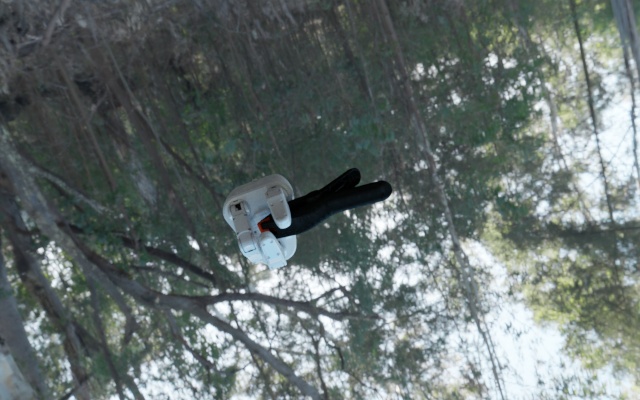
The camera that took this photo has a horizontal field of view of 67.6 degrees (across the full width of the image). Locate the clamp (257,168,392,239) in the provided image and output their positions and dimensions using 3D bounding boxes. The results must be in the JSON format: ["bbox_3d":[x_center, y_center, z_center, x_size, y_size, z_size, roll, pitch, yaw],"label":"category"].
[{"bbox_3d":[0.000,0.003,0.627,0.171,0.039,0.120,-20,12,-2],"label":"clamp"}]
